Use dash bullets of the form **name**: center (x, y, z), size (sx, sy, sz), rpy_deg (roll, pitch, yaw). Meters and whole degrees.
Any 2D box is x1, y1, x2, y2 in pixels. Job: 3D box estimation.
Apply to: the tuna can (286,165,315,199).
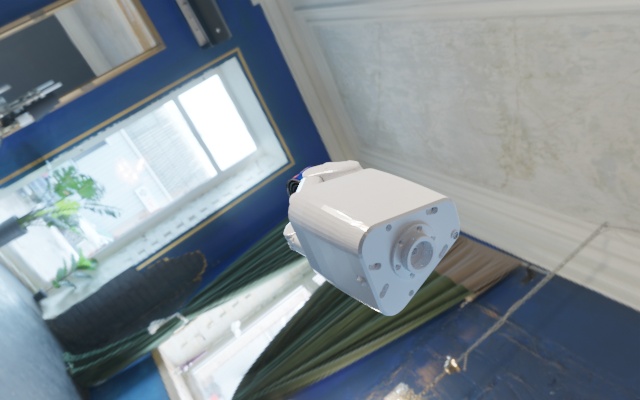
- **tuna can**: center (0.000, 0.001, 0.560), size (0.033, 0.086, 0.086), rpy_deg (-39, 16, -21)
